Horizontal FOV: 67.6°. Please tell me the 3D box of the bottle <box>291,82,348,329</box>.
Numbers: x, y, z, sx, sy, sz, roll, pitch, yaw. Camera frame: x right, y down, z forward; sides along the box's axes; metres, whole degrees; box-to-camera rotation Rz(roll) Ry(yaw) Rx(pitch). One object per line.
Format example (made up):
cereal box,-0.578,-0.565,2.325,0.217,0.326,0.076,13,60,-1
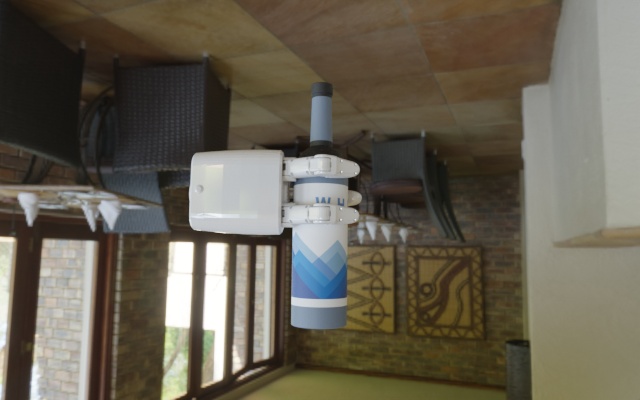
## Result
bottle,0.000,0.002,0.584,0.069,0.295,0.069,1,-6,0
